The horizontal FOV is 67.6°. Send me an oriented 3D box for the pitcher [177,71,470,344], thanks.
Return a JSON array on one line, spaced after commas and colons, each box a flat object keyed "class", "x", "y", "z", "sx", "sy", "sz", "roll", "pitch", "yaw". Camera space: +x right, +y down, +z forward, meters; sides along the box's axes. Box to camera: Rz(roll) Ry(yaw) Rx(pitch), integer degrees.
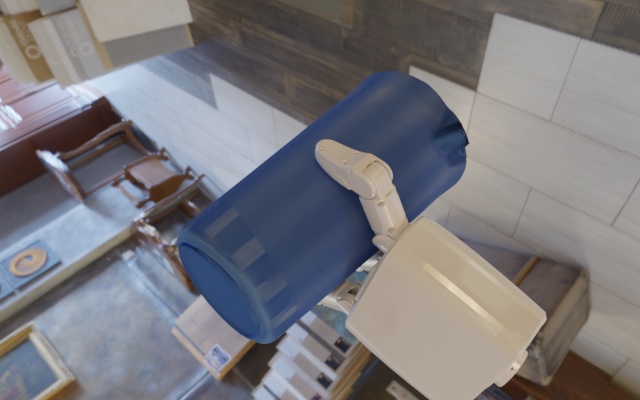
[{"class": "pitcher", "x": 0.000, "y": 0.001, "z": 0.415, "sx": 0.242, "sy": 0.145, "sz": 0.149, "roll": -39, "pitch": -23, "yaw": -29}]
